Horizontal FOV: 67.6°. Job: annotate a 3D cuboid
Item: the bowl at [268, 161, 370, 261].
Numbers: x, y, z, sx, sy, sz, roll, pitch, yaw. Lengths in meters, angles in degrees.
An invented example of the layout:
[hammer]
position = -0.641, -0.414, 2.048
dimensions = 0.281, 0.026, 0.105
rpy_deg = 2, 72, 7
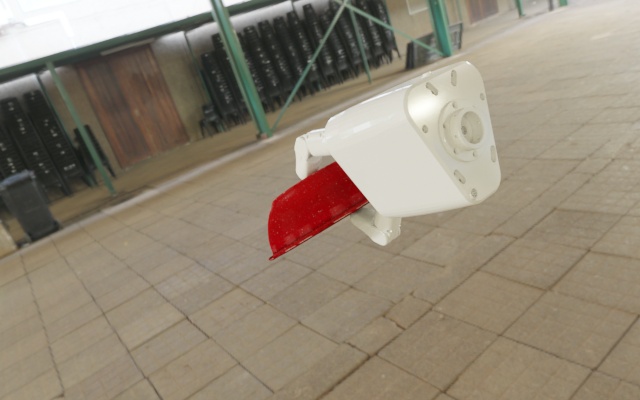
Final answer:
[bowl]
position = -0.001, 0.002, 0.525
dimensions = 0.162, 0.055, 0.162
rpy_deg = -32, -2, -1
